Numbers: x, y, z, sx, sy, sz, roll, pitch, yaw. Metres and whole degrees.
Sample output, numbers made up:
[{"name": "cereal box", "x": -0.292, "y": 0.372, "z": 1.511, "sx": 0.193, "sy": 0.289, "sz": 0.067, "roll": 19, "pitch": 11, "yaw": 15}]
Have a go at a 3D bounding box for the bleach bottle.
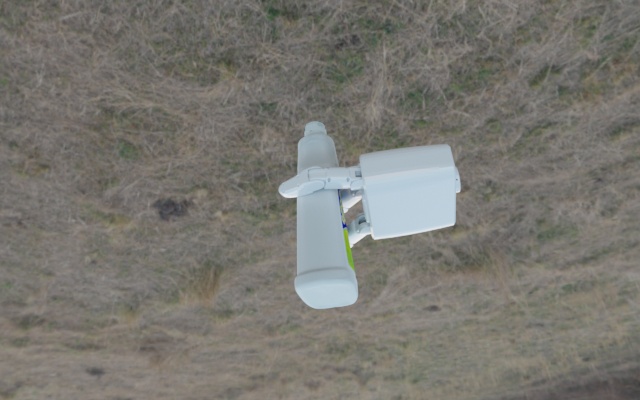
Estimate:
[{"name": "bleach bottle", "x": 0.000, "y": 0.002, "z": 0.608, "sx": 0.068, "sy": 0.250, "sz": 0.103, "roll": -9, "pitch": -29, "yaw": 7}]
